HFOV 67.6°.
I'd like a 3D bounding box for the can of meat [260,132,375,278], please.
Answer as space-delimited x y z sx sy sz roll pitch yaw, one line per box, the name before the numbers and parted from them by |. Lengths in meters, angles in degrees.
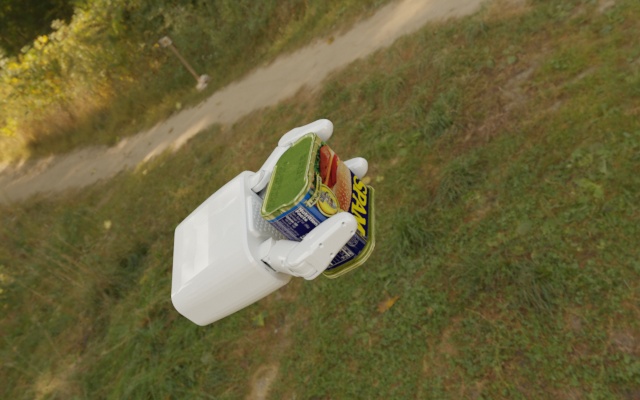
can of meat | 0.000 0.001 0.416 0.057 0.102 0.084 -31 -60 28
